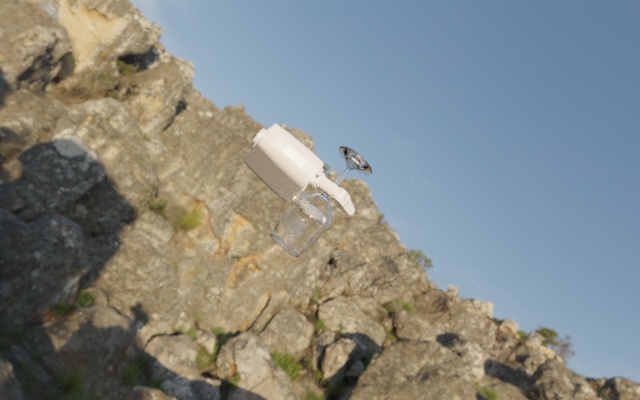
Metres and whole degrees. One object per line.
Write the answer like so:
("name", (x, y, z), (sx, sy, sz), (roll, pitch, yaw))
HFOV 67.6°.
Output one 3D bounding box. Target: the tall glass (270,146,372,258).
("tall glass", (0.001, 0.002, 0.829), (0.079, 0.201, 0.079), (37, -13, 10))
